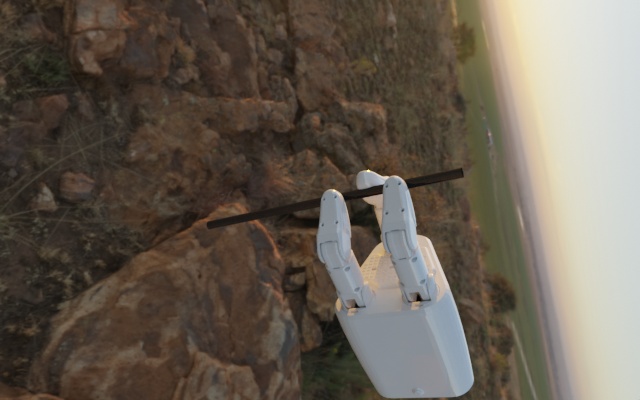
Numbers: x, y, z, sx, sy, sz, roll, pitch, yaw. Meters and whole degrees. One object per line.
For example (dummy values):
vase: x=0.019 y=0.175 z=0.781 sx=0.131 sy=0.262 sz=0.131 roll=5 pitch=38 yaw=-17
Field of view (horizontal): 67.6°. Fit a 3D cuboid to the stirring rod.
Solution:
stirring rod: x=0.000 y=0.001 z=0.410 sx=0.239 sy=0.011 sz=0.011 roll=-12 pitch=-5 yaw=24
